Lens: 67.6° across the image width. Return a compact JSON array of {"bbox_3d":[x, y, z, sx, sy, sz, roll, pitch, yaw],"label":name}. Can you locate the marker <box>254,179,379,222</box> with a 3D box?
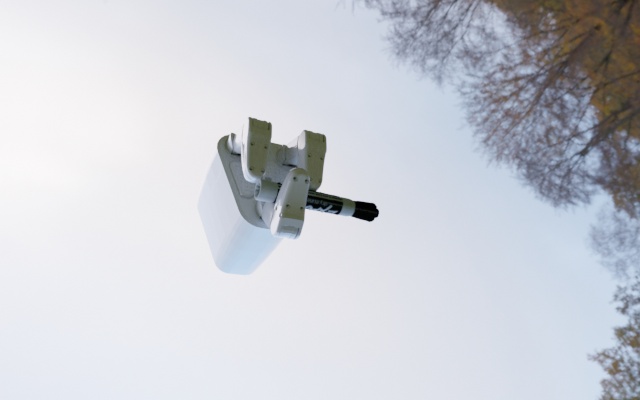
[{"bbox_3d":[0.000,0.001,0.434,0.121,0.020,0.020,11,-5,-24],"label":"marker"}]
